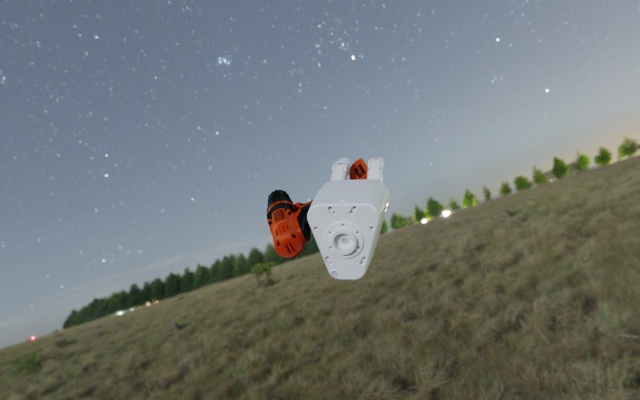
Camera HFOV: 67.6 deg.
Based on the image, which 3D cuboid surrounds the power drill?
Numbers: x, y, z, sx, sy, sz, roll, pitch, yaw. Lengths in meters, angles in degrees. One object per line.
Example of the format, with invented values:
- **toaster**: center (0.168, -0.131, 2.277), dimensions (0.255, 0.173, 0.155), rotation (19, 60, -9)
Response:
- **power drill**: center (0.001, 0.002, 0.778), dimensions (0.187, 0.057, 0.184), rotation (-27, 30, 3)
